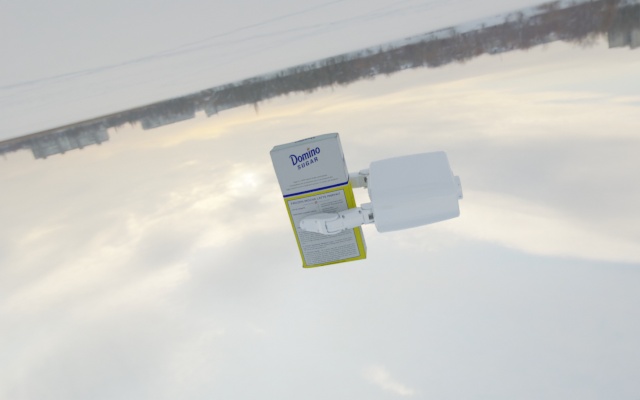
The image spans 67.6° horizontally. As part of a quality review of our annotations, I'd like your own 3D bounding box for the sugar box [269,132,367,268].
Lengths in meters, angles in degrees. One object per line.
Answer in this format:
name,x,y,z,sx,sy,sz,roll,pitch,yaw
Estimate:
sugar box,0.000,0.002,0.652,0.093,0.176,0.048,-11,16,10
